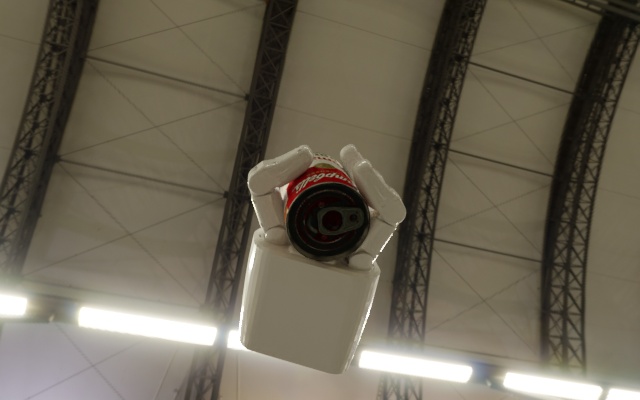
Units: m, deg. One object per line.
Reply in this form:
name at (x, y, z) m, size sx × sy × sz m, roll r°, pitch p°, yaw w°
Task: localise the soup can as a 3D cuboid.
soup can at (0.000, 0.001, 0.422) m, size 0.068 × 0.068 × 0.102 m, roll 0°, pitch 19°, yaw -8°
